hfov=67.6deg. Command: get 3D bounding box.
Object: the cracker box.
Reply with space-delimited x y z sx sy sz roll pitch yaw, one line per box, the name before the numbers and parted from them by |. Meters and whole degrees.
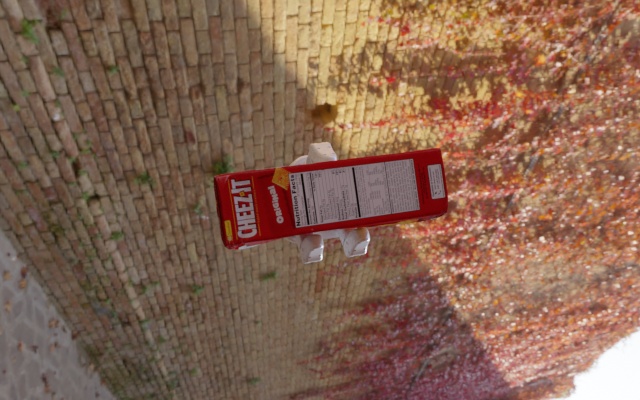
cracker box | 0.000 0.001 0.503 0.213 0.072 0.164 -8 -2 -12
